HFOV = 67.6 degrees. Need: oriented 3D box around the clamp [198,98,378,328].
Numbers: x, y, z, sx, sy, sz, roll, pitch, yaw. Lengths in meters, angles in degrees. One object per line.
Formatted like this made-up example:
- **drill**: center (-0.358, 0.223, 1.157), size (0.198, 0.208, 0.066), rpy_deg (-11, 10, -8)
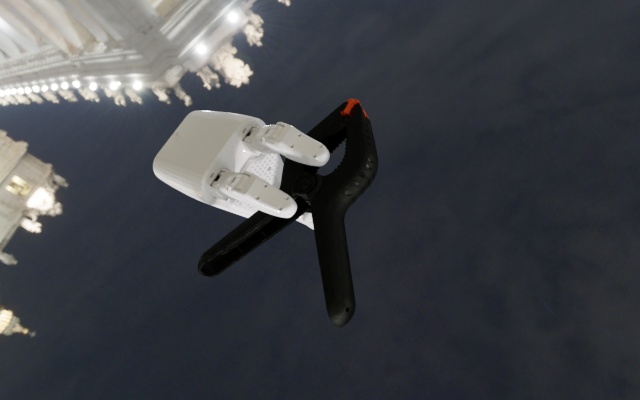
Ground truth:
- **clamp**: center (0.001, 0.001, 0.418), size (0.164, 0.210, 0.036), rpy_deg (19, -21, 38)
